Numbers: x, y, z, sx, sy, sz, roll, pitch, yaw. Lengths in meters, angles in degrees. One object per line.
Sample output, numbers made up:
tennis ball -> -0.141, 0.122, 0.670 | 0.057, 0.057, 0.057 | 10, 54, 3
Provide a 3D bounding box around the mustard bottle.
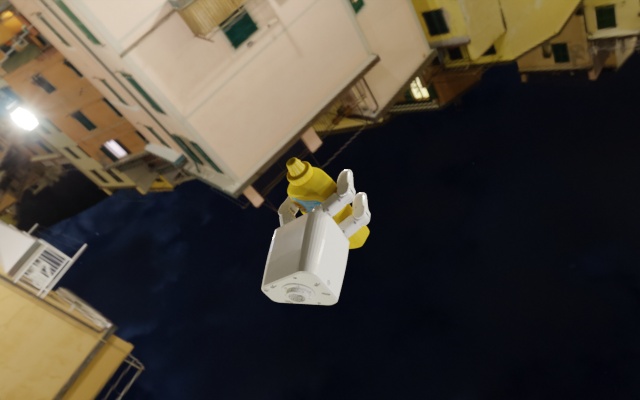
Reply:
mustard bottle -> 0.000, 0.002, 0.774 | 0.096, 0.058, 0.192 | 11, -32, 42
